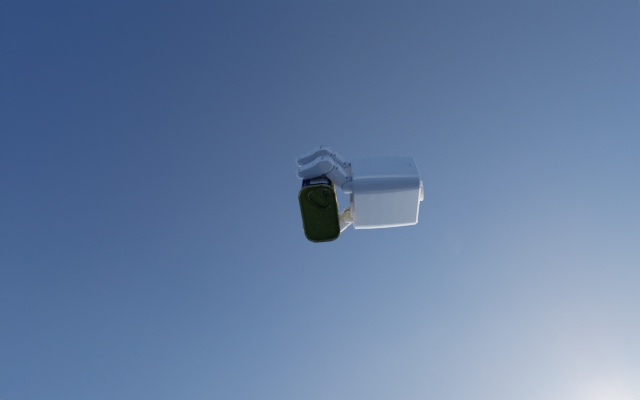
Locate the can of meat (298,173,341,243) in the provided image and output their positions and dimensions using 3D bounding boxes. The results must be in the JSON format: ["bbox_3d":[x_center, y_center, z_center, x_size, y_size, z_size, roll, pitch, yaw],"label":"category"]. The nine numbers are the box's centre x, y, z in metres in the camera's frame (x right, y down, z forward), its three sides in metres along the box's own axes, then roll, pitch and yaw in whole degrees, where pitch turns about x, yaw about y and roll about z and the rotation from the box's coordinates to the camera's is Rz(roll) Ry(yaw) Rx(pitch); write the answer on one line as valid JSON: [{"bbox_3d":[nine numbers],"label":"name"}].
[{"bbox_3d":[0.000,0.002,0.772,0.057,0.102,0.084,-6,28,5],"label":"can of meat"}]
